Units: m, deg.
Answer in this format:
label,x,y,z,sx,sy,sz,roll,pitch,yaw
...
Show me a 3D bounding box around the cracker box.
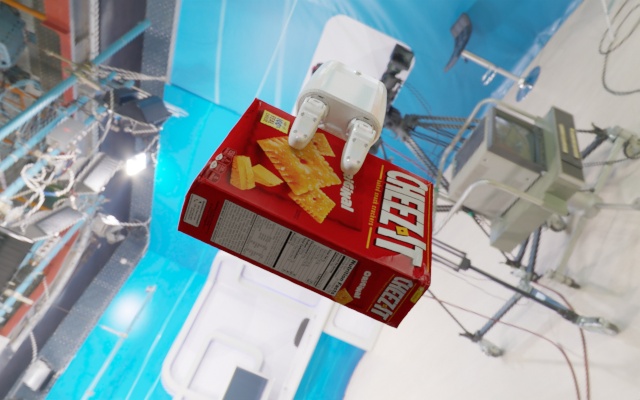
label,x,y,z,sx,sy,sz,roll,pitch,yaw
cracker box,0.000,0.002,0.459,0.214,0.072,0.164,25,37,-4
